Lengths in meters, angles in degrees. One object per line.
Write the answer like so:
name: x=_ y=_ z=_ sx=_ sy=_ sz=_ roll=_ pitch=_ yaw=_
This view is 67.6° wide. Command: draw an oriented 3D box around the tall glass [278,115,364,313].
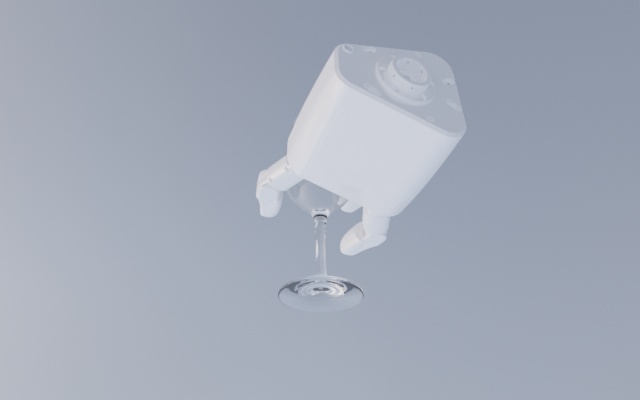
tall glass: x=0.000 y=0.002 z=0.468 sx=0.079 sy=0.201 sz=0.079 roll=0 pitch=-35 yaw=0
